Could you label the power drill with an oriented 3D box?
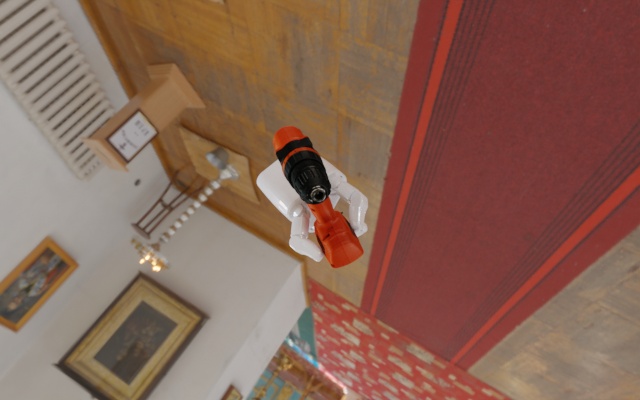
[{"bbox_3d":[0.000,0.002,0.655,0.057,0.188,0.184,-24,33,0],"label":"power drill"}]
